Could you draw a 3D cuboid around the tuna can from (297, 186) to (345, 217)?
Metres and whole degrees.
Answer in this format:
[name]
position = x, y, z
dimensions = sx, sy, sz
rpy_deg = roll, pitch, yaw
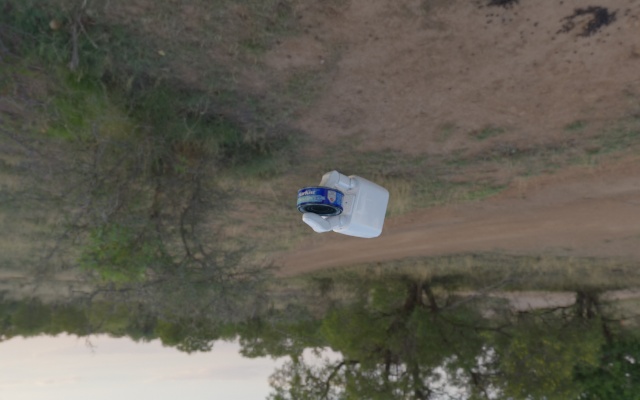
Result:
[tuna can]
position = 0.000, 0.003, 0.869
dimensions = 0.086, 0.033, 0.086
rpy_deg = 4, -16, 1
